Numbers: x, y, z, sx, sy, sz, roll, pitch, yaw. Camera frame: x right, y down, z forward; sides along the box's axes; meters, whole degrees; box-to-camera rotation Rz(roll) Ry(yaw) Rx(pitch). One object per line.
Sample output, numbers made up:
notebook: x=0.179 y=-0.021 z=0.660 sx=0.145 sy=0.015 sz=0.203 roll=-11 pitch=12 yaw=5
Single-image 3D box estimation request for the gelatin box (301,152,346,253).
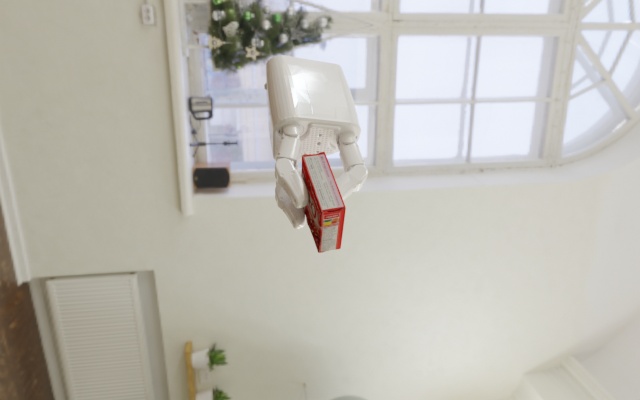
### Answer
gelatin box: x=0.001 y=0.002 z=0.536 sx=0.030 sy=0.089 sz=0.073 roll=-10 pitch=-40 yaw=-12
